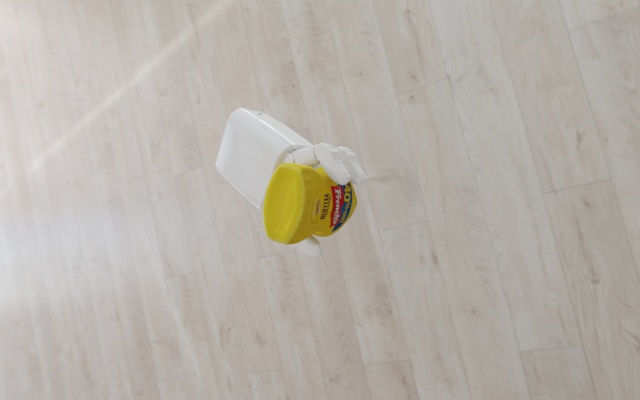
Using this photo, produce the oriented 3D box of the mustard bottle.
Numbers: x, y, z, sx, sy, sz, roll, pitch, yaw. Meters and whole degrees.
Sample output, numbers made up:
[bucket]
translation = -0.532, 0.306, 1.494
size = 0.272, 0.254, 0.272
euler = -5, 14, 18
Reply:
[mustard bottle]
translation = 0.000, 0.002, 0.640
size = 0.058, 0.096, 0.191
euler = 12, 7, 27
